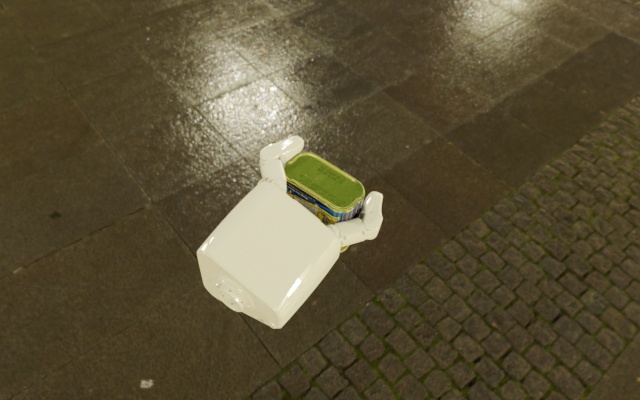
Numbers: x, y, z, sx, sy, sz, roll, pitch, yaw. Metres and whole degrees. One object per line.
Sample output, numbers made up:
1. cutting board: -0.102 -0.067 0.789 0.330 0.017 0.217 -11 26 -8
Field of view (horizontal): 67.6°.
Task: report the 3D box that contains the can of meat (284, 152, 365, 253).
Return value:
1. can of meat: 0.000 0.002 0.568 0.102 0.084 0.057 32 56 18
